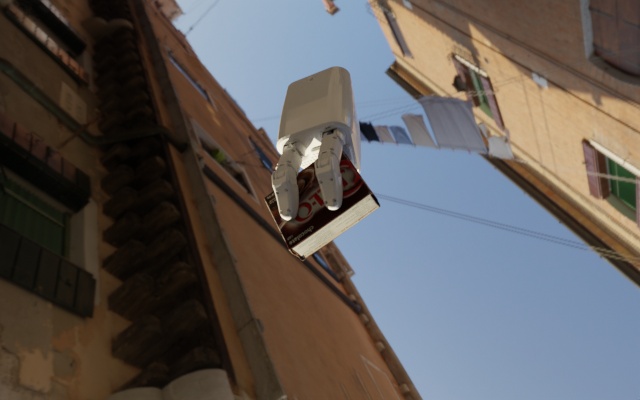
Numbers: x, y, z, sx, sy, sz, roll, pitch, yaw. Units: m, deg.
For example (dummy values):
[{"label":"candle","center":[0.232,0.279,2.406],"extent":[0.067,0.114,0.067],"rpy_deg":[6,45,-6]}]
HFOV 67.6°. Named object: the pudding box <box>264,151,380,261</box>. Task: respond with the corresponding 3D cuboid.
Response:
[{"label":"pudding box","center":[0.000,0.002,0.556],"extent":[0.113,0.090,0.039],"rpy_deg":[-37,-42,7]}]
